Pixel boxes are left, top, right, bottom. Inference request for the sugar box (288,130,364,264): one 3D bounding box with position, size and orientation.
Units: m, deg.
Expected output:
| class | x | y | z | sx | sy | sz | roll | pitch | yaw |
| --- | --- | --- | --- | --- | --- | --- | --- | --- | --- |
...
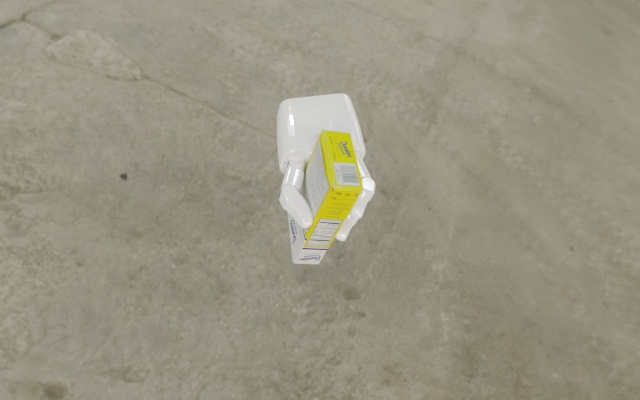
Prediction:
| class | x | y | z | sx | sy | sz | roll | pitch | yaw |
| --- | --- | --- | --- | --- | --- | --- | --- | --- | --- |
| sugar box | 0.001 | 0.002 | 0.631 | 0.048 | 0.093 | 0.176 | 3 | -37 | -16 |
